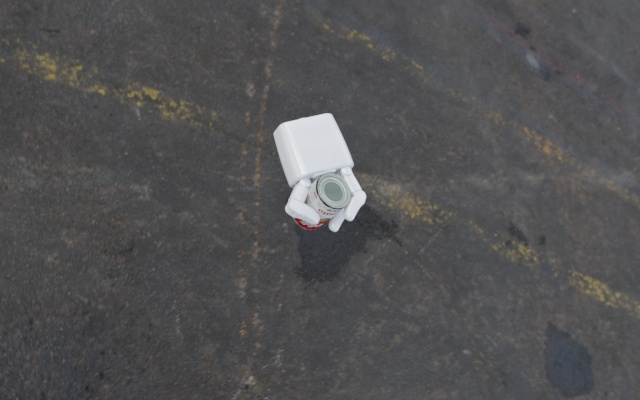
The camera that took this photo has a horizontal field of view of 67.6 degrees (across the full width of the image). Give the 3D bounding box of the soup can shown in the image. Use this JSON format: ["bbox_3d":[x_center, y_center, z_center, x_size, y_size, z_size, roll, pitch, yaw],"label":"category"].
[{"bbox_3d":[0.000,0.003,0.831,0.068,0.068,0.102,0,-23,-30],"label":"soup can"}]
